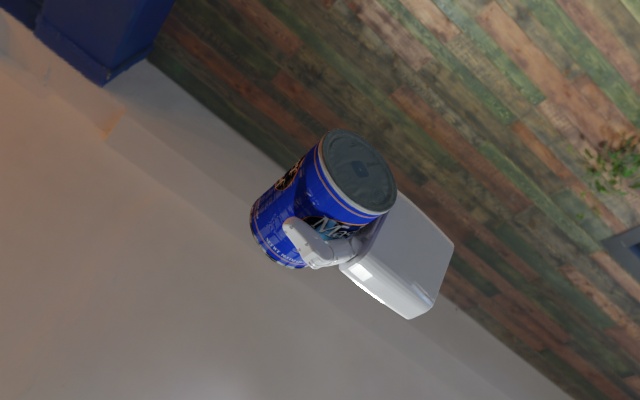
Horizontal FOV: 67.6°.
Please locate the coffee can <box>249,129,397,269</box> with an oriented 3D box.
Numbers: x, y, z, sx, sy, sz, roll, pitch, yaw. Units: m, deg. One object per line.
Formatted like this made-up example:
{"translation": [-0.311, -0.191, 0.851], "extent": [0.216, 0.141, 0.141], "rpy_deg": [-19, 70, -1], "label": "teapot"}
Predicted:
{"translation": [0.000, 0.002, 0.535], "extent": [0.103, 0.102, 0.140], "rpy_deg": [0, -30, -44], "label": "coffee can"}
